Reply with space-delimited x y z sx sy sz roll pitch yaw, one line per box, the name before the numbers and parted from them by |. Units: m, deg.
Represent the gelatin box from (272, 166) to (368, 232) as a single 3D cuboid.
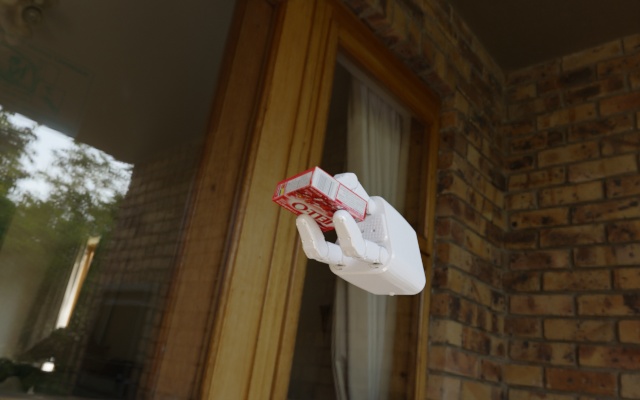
gelatin box | 0.000 0.001 0.567 0.089 0.030 0.073 33 -33 -31
